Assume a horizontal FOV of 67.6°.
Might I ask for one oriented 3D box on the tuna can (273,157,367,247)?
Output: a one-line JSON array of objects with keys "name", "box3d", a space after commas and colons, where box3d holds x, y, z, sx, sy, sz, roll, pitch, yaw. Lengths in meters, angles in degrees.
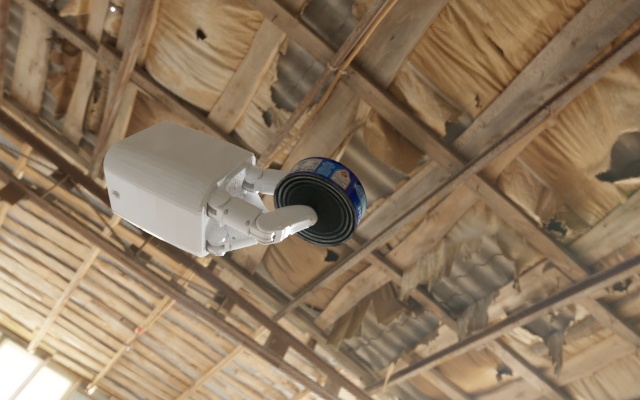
[{"name": "tuna can", "box3d": [0.000, 0.001, 0.458, 0.086, 0.086, 0.033, 0, 36, 30]}]
